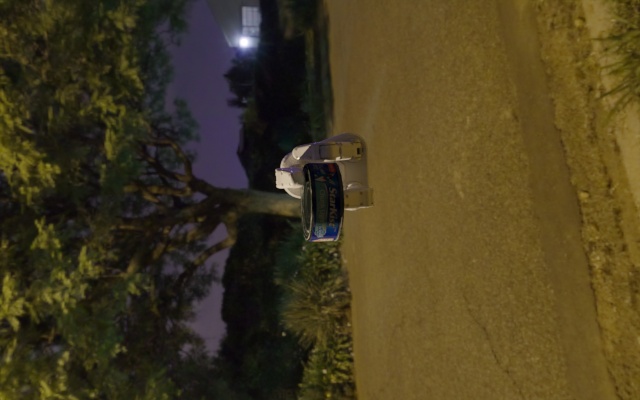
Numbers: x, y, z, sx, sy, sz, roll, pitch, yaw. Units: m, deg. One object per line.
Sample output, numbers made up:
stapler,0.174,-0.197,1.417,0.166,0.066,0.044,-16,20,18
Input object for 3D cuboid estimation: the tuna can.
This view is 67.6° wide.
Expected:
tuna can,0.000,0.002,0.517,0.034,0.086,0.086,-1,0,-10
